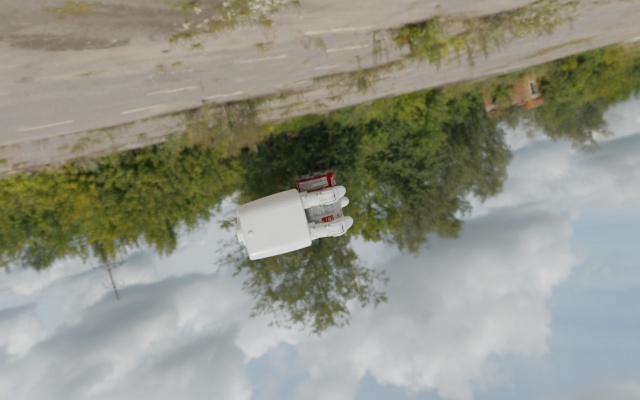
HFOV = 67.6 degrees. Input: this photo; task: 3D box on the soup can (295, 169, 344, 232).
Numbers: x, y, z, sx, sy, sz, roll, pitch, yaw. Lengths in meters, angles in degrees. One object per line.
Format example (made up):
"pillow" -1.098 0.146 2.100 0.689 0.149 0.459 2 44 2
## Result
"soup can" 0.001 0.003 0.834 0.068 0.102 0.068 -14 8 2
